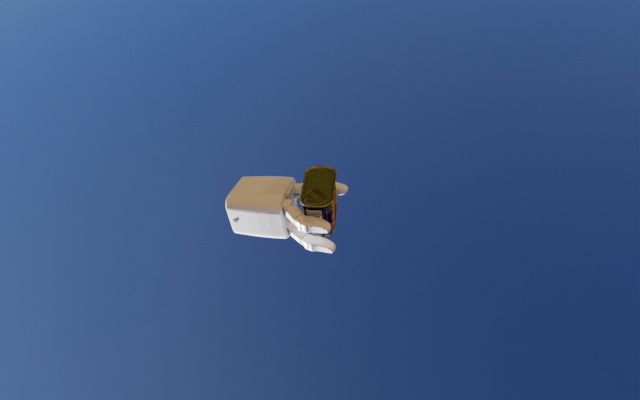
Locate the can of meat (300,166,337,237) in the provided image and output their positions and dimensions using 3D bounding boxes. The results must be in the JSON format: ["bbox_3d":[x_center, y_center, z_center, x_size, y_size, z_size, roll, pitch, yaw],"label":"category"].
[{"bbox_3d":[0.000,0.003,0.856,0.057,0.084,0.102,1,45,8],"label":"can of meat"}]
